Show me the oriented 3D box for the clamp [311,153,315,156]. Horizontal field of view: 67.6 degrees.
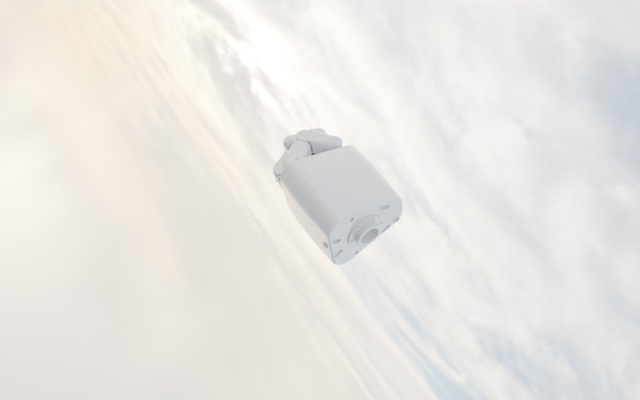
[{"bbox_3d":[0.001,0.002,0.689,0.039,0.120,0.172,-30,-35,-13],"label":"clamp"}]
